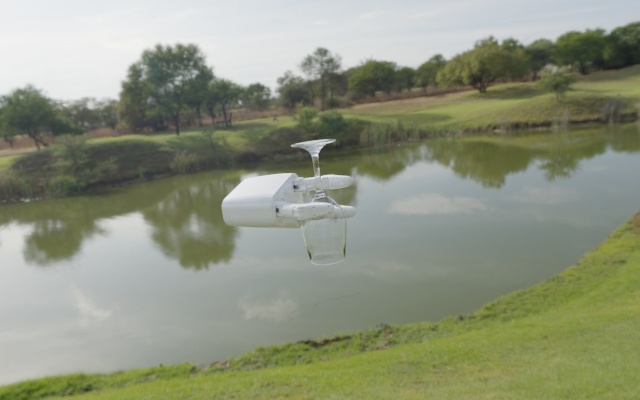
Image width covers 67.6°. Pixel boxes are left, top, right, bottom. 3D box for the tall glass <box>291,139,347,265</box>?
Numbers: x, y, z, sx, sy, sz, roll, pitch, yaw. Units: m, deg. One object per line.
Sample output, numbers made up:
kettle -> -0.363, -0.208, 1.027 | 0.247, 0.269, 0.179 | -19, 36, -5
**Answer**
tall glass -> 0.000, 0.002, 0.796 | 0.079, 0.201, 0.079 | -7, 11, 1
